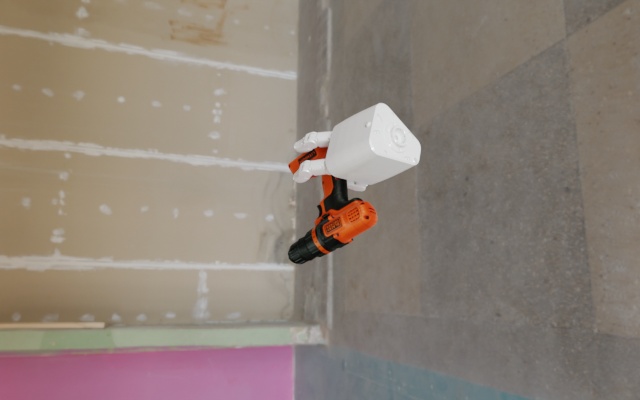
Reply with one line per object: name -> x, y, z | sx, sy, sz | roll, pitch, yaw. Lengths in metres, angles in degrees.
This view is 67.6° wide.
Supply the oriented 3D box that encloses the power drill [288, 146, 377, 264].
power drill -> 0.000, 0.002, 0.846 | 0.184, 0.187, 0.057 | -31, -30, 27
